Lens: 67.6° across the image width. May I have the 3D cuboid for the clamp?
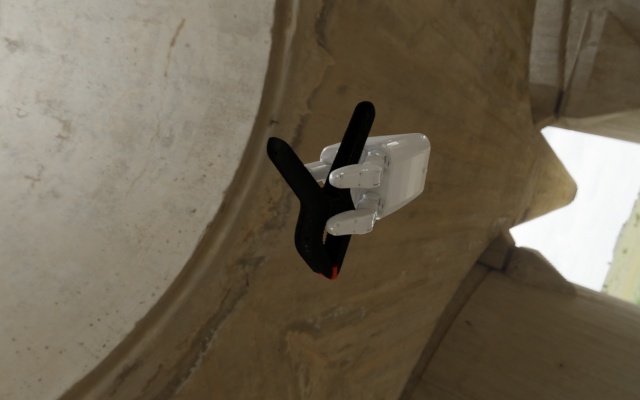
[{"bbox_3d":[0.000,0.002,0.534,0.036,0.210,0.164,21,28,35],"label":"clamp"}]
